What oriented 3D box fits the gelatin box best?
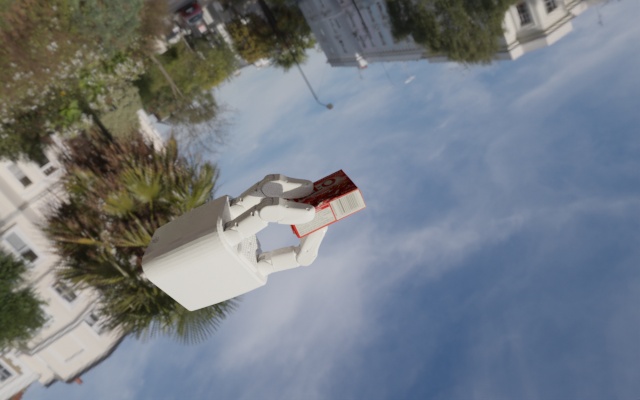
[{"bbox_3d":[0.001,0.002,0.570,0.089,0.030,0.073,-25,25,-3],"label":"gelatin box"}]
